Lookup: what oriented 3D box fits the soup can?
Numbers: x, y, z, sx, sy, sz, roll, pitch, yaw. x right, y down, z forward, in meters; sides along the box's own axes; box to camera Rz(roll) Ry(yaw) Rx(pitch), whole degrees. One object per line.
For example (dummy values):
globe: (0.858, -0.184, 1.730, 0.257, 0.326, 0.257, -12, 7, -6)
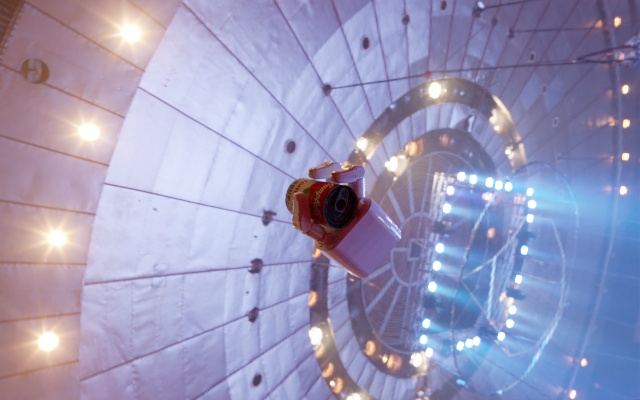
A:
soup can: (0.000, 0.002, 0.747, 0.068, 0.068, 0.102, 0, 9, -39)
